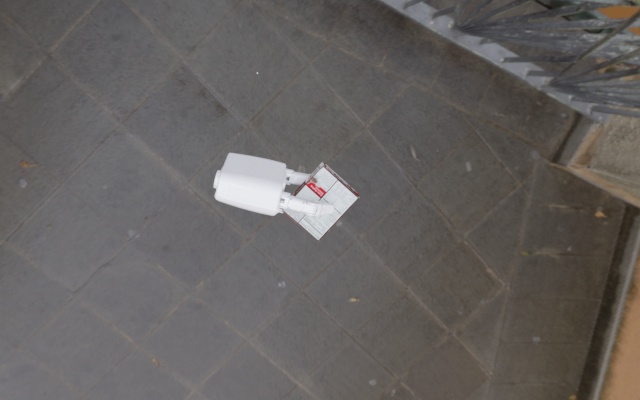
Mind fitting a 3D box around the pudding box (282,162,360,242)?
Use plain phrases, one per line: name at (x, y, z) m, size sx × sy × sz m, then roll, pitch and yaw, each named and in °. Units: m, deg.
pudding box at (0.000, 0.003, 0.853) m, size 0.090 × 0.113 × 0.039 m, roll 42°, pitch 10°, yaw -9°
